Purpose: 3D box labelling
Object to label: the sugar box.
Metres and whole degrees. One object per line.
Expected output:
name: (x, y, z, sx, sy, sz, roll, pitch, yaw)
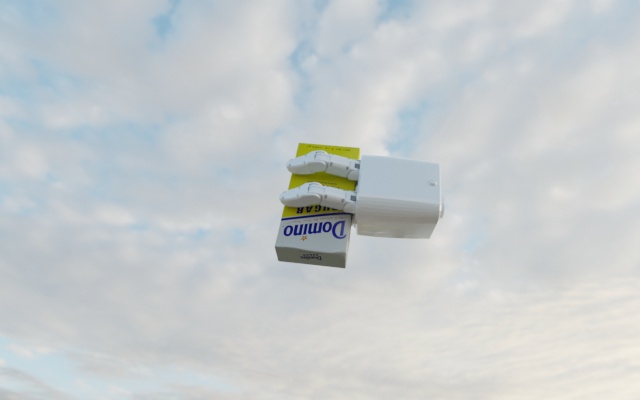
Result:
sugar box: (0.000, 0.002, 0.654, 0.093, 0.176, 0.048, 5, -36, 7)
